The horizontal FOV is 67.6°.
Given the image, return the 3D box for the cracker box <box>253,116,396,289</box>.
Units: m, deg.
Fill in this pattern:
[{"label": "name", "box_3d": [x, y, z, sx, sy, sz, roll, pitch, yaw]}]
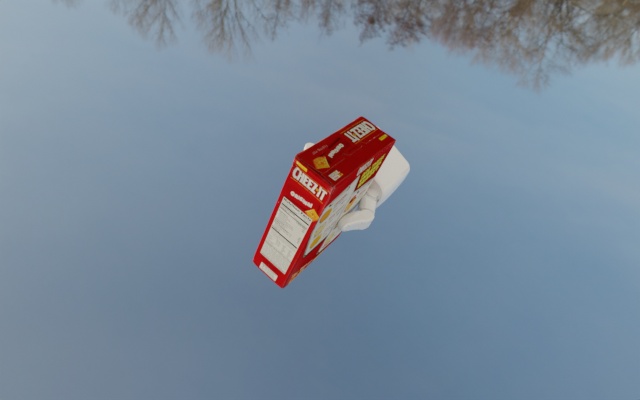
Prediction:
[{"label": "cracker box", "box_3d": [0.000, 0.002, 0.676, 0.072, 0.214, 0.164, 38, 43, 13]}]
